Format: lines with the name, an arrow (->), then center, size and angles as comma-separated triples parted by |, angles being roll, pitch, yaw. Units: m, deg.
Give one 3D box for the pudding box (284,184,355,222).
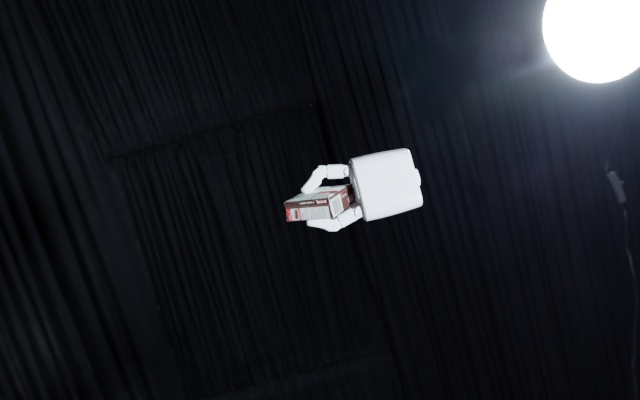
pudding box -> 0.000, 0.003, 0.847 | 0.090, 0.039, 0.113 | -6, 11, 25
